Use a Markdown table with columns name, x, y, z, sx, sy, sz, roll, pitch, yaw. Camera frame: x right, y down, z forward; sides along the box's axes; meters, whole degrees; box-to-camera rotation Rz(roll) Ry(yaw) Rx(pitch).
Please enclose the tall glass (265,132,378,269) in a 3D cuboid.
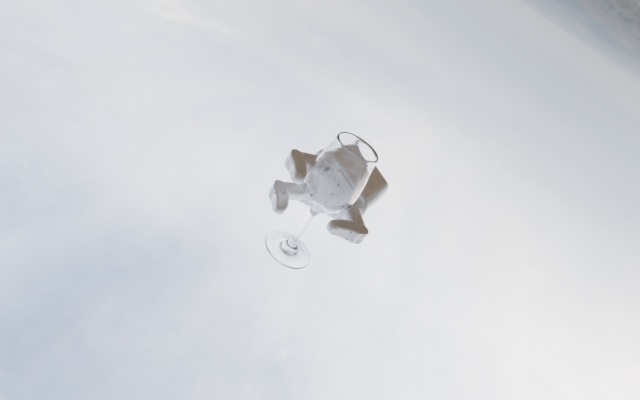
| name | x | y | z | sx | sy | sz | roll | pitch | yaw |
| --- | --- | --- | --- | --- | --- | --- | --- | --- | --- |
| tall glass | 0.000 | 0.003 | 0.662 | 0.079 | 0.201 | 0.079 | 25 | 31 | -16 |
